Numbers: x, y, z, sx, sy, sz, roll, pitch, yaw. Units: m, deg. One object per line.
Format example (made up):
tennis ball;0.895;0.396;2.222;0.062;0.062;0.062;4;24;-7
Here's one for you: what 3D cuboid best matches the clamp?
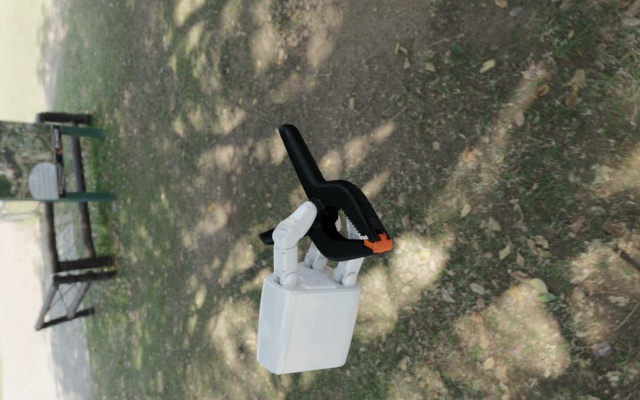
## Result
clamp;0.000;0.002;0.564;0.036;0.164;0.210;-6;18;-42
